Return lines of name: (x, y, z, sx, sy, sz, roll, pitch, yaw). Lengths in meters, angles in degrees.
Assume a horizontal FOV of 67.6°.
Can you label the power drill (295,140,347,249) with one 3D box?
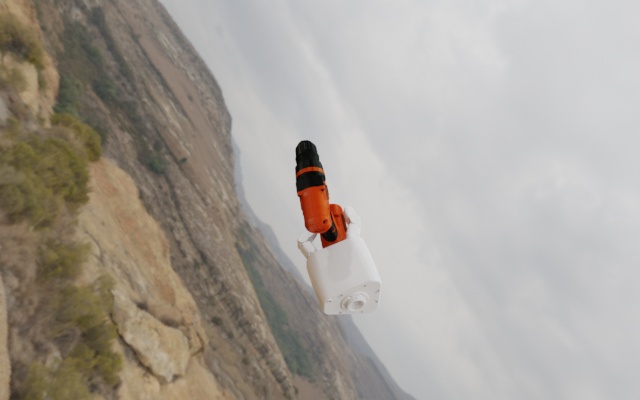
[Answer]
power drill: (0.000, 0.003, 0.888, 0.057, 0.184, 0.188, -14, -31, 10)
